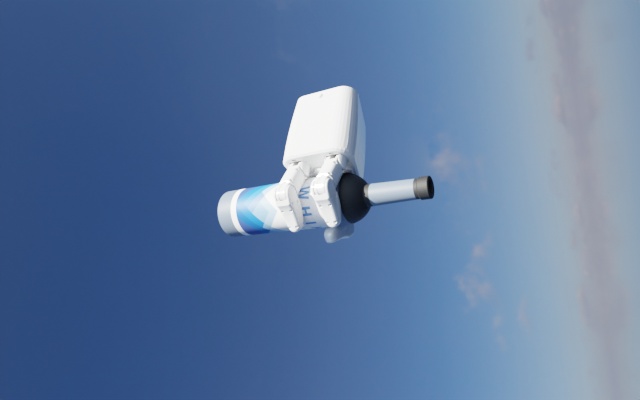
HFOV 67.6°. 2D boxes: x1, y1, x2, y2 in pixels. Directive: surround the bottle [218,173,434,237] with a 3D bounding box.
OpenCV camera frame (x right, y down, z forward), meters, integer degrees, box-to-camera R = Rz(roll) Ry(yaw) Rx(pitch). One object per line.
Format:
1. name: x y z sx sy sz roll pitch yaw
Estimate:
1. bottle: 0.000 0.002 0.621 0.296 0.069 0.069 -8 -4 29
